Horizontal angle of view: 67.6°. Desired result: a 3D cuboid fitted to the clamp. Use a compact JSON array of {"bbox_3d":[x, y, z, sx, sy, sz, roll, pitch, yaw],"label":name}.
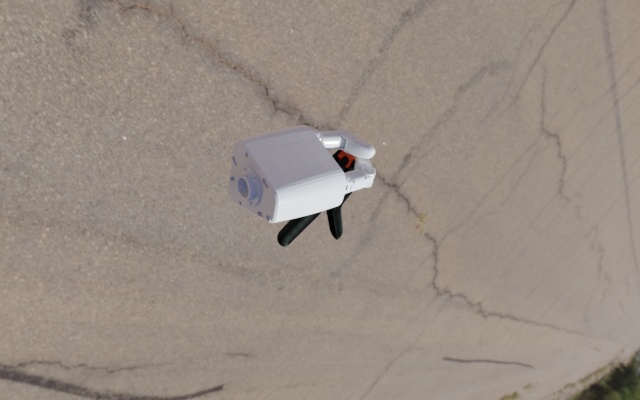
[{"bbox_3d":[0.001,0.003,0.704,0.120,0.172,0.039,-17,45,-37],"label":"clamp"}]
